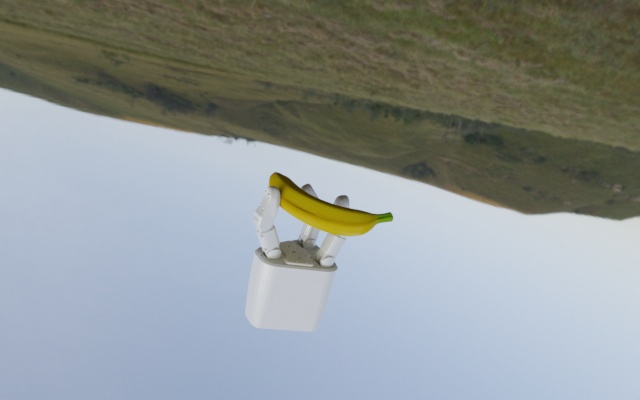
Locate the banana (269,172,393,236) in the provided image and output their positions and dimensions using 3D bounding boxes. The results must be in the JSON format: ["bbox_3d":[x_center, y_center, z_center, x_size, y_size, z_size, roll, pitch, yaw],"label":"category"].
[{"bbox_3d":[-0.008,0.007,0.623,0.197,0.037,0.069,22,23,30],"label":"banana"}]
